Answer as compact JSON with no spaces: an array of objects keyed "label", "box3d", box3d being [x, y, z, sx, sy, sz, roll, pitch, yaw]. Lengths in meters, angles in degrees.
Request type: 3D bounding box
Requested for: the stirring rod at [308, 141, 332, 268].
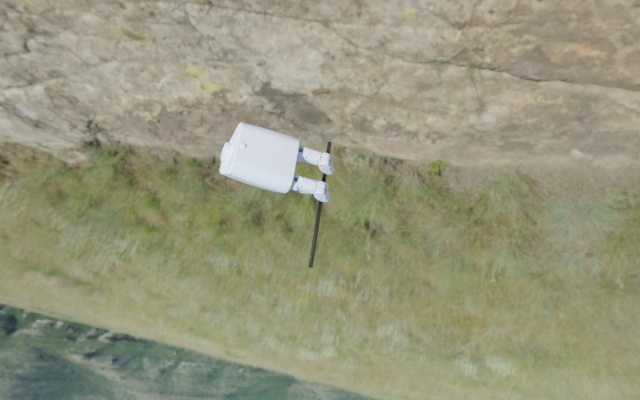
[{"label":"stirring rod","box3d":[0.000,0.003,0.866,0.011,0.239,0.011,8,-18,3]}]
